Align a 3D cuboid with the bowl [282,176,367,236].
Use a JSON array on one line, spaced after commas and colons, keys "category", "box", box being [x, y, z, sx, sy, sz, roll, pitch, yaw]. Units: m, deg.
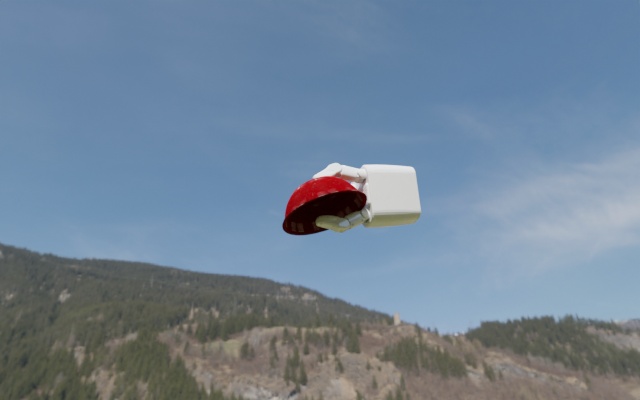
[{"category": "bowl", "box": [-0.001, 0.002, 0.866, 0.162, 0.055, 0.162, -18, -24, -8]}]
